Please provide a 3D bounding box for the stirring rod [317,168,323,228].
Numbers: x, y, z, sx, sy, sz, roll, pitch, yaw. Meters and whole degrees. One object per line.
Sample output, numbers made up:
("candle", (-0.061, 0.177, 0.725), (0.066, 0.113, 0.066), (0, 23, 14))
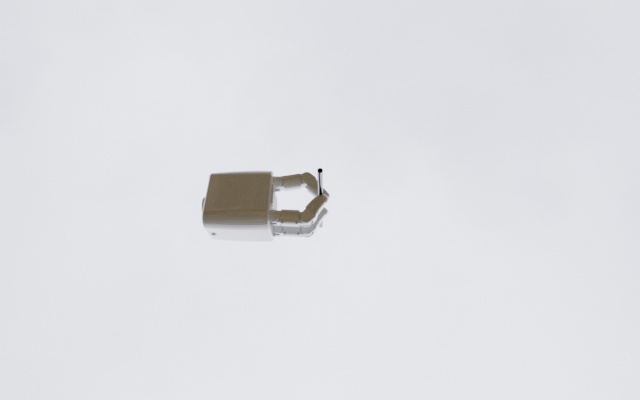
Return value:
("stirring rod", (0.000, 0.003, 0.793), (0.011, 0.011, 0.240), (0, -22, 0))
